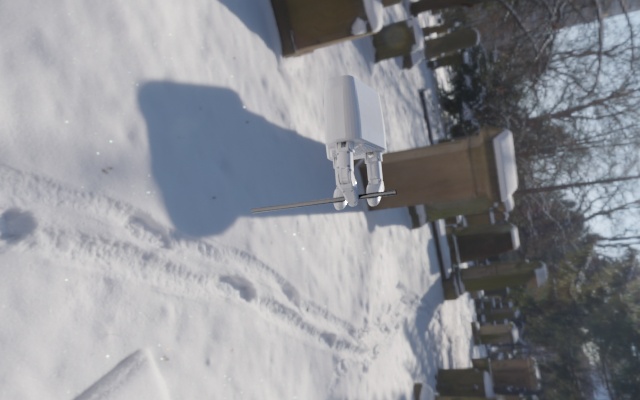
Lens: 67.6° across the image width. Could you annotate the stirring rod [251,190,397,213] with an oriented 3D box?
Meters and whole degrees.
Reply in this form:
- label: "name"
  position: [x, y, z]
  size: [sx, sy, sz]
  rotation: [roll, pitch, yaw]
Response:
- label: "stirring rod"
  position: [0.000, 0.002, 0.753]
  size: [0.239, 0.011, 0.011]
  rotation: [-7, -2, 19]
